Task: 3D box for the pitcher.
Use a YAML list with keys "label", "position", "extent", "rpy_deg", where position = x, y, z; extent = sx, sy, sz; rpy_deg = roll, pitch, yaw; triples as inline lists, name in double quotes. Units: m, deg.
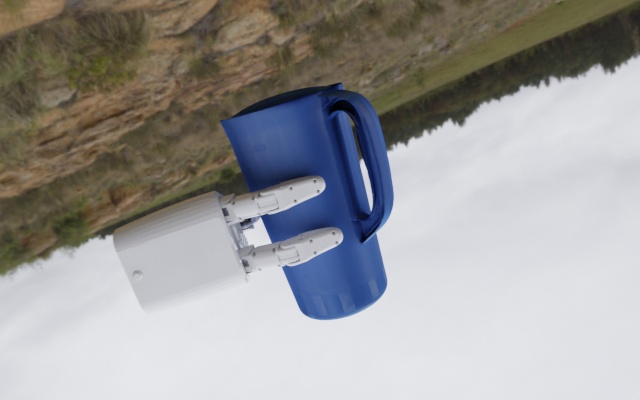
- label: "pitcher"
  position: [0.000, 0.002, 0.517]
  extent: [0.145, 0.243, 0.149]
  rpy_deg: [-19, 14, -3]
